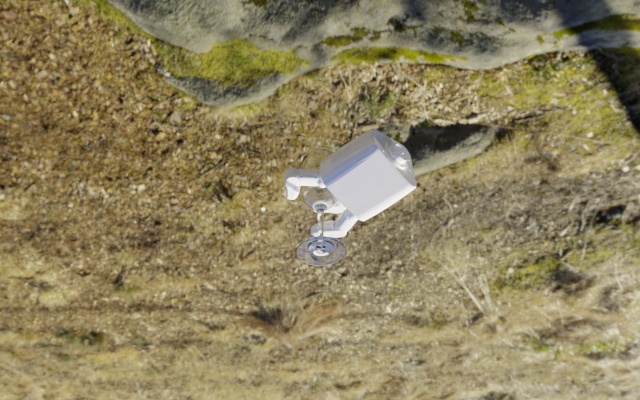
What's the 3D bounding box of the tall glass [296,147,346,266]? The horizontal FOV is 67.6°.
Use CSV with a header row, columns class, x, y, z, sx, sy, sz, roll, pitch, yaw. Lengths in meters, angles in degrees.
class,x,y,z,sx,sy,sz,roll,pitch,yaw
tall glass,0.000,0.003,0.780,0.079,0.200,0.079,-1,-41,-1
